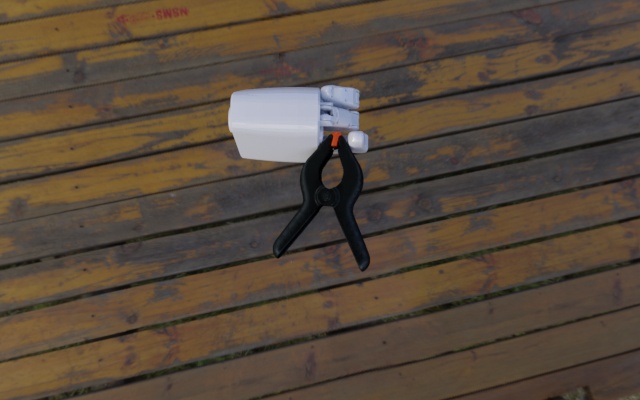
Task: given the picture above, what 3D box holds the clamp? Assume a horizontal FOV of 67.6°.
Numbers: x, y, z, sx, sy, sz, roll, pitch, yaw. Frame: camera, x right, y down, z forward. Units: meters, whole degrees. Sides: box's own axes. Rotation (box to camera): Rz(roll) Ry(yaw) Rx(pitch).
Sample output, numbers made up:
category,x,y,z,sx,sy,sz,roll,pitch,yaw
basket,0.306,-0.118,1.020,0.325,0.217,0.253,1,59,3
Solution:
category,x,y,z,sx,sy,sz,roll,pitch,yaw
clamp,0.000,0.002,0.591,0.120,0.171,0.039,0,-7,3
